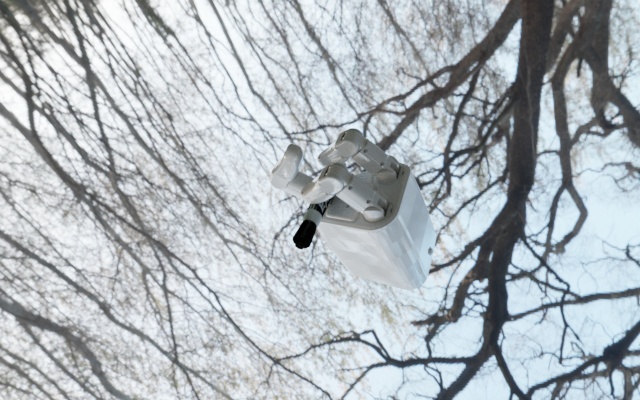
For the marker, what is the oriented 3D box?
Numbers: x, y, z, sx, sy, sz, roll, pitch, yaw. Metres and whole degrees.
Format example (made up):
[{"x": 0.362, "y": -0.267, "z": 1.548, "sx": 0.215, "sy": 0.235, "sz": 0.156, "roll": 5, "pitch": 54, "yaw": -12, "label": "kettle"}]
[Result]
[{"x": 0.000, "y": 0.002, "z": 0.490, "sx": 0.020, "sy": 0.121, "sz": 0.020, "roll": 15, "pitch": -40, "yaw": 13, "label": "marker"}]
